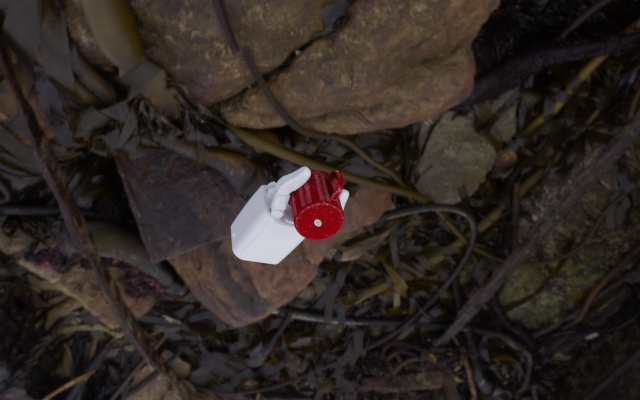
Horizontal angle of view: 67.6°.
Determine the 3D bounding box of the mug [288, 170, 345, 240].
[{"bbox_3d":[0.001,0.002,0.774,0.093,0.117,0.081,27,28,-29],"label":"mug"}]
